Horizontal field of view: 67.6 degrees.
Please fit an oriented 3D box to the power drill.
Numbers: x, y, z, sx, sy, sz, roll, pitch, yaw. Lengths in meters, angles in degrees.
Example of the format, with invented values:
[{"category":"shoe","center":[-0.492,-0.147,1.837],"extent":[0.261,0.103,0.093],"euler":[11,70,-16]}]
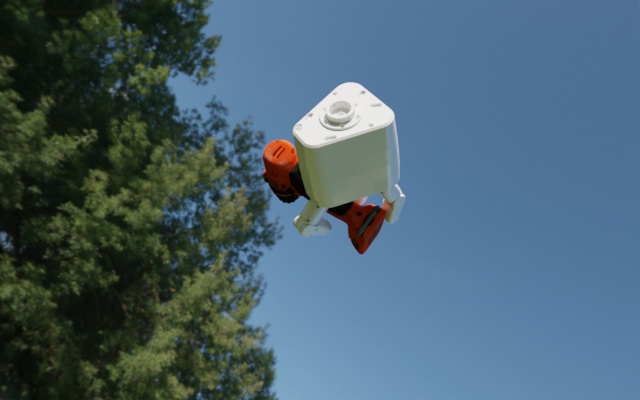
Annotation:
[{"category":"power drill","center":[0.001,0.002,0.697],"extent":[0.187,0.057,0.184],"euler":[33,-12,11]}]
